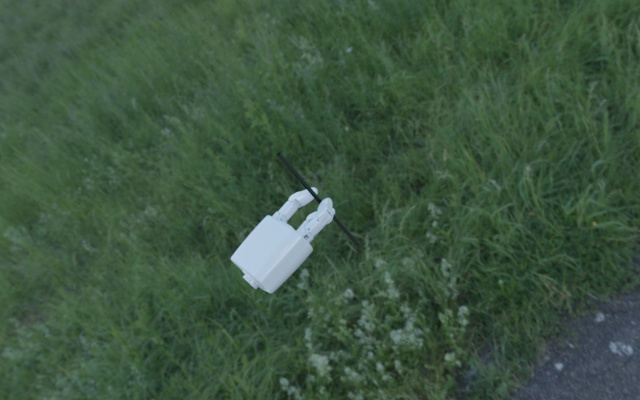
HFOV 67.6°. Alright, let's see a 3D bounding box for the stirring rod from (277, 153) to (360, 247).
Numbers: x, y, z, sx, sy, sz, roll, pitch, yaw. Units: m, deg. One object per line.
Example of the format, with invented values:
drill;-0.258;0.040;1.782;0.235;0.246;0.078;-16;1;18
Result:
stirring rod;0.000;0.003;0.871;0.240;0.011;0.011;49;-25;-24
